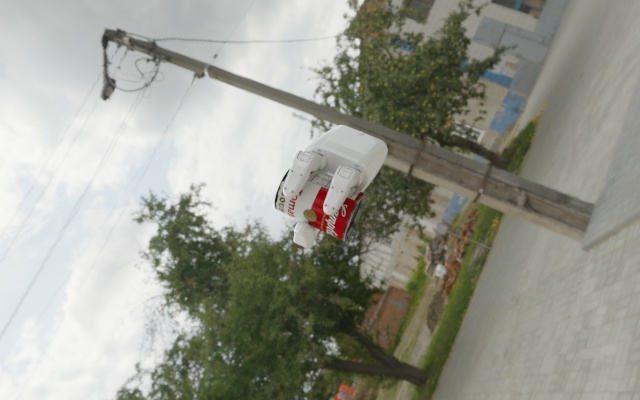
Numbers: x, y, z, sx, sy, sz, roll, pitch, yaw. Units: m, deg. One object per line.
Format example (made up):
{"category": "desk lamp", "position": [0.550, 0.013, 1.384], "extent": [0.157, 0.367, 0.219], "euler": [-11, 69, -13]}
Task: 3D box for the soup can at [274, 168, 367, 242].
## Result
{"category": "soup can", "position": [0.000, 0.002, 0.619], "extent": [0.102, 0.068, 0.068], "euler": [24, 5, 12]}
